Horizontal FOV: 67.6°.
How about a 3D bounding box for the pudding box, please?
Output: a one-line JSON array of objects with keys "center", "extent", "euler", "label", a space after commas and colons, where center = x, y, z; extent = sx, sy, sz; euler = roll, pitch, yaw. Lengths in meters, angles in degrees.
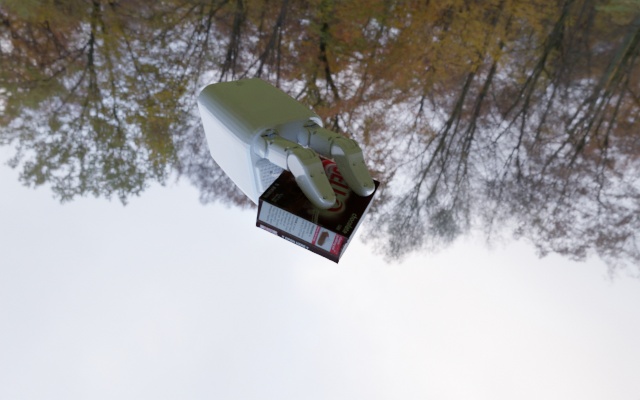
[{"center": [0.000, 0.002, 0.469], "extent": [0.090, 0.039, 0.113], "euler": [23, 37, 9], "label": "pudding box"}]
